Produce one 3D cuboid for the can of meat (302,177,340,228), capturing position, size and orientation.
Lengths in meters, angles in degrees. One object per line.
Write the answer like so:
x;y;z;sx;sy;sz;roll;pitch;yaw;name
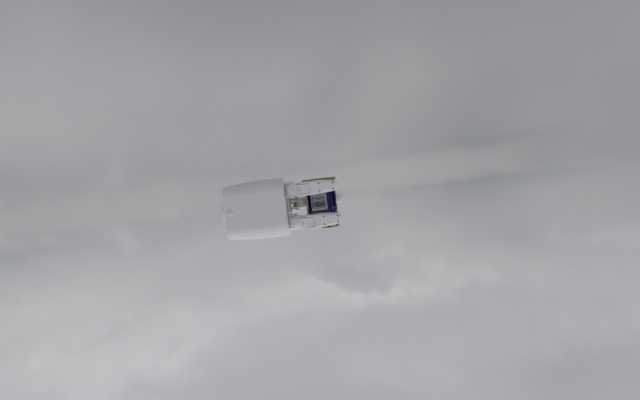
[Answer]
0.000;0.003;0.834;0.057;0.084;0.102;-7;2;-2;can of meat
